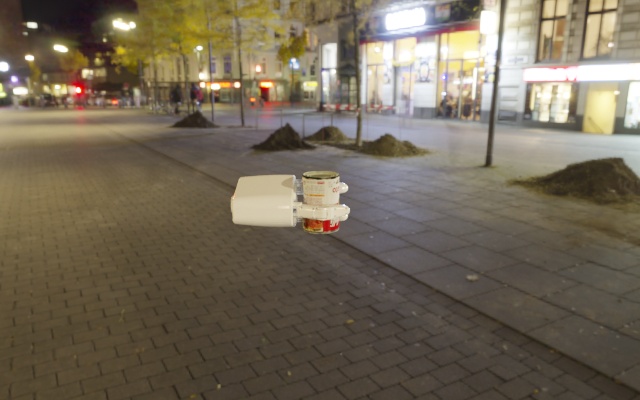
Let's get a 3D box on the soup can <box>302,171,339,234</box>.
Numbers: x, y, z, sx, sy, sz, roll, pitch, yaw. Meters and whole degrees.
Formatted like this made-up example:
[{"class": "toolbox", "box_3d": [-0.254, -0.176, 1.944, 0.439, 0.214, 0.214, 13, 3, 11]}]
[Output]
[{"class": "soup can", "box_3d": [0.001, 0.002, 0.865, 0.068, 0.102, 0.068, 0, 13, 0]}]
